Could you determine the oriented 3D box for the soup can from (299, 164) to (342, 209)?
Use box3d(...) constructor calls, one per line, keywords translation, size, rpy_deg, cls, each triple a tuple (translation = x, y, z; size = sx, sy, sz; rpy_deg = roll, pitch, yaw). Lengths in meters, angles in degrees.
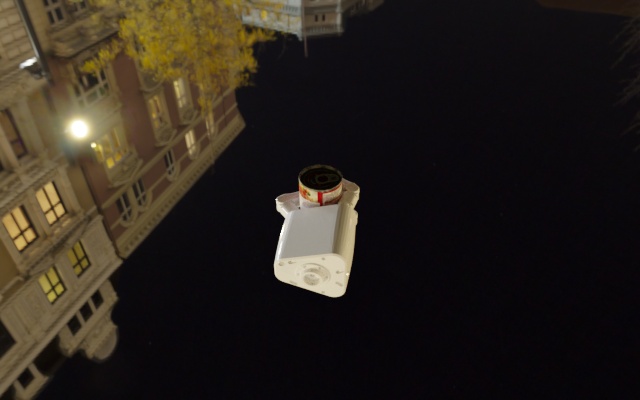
box3d(translation=(0.000, 0.002, 0.773), size=(0.068, 0.102, 0.068), rpy_deg=(0, 40, 0), cls="soup can")
